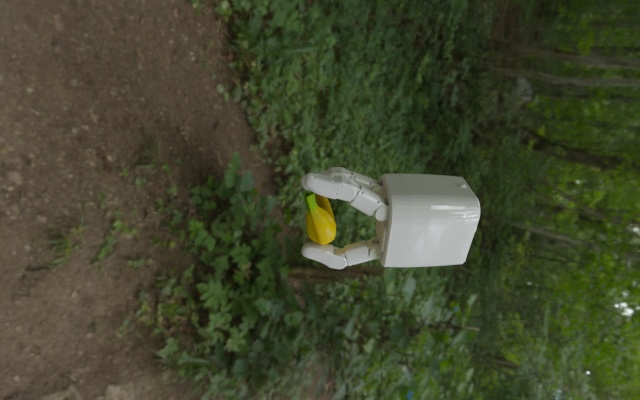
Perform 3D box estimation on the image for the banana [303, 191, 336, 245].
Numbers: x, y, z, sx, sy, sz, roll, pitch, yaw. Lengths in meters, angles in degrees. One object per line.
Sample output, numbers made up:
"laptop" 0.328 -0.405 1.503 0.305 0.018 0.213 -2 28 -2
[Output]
"banana" 0.001 0.021 0.629 0.037 0.069 0.198 -2 1 0
